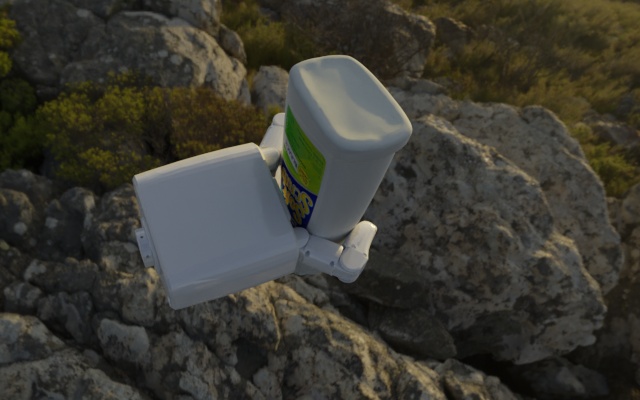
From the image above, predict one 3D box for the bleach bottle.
[{"bbox_3d":[0.000,0.001,0.432,0.068,0.102,0.251,-17,-32,-23],"label":"bleach bottle"}]
